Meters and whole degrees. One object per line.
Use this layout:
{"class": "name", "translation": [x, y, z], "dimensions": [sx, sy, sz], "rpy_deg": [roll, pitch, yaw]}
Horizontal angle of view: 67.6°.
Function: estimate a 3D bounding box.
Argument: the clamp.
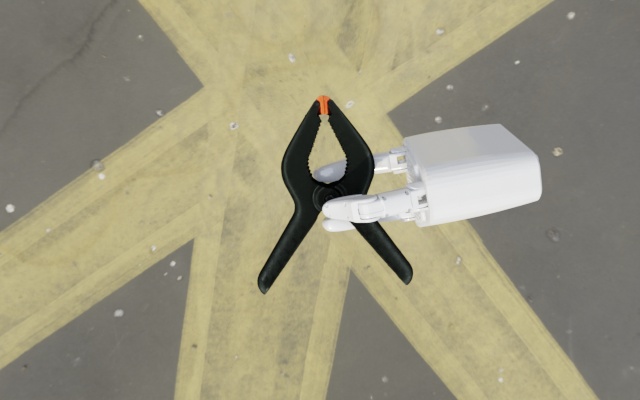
{"class": "clamp", "translation": [0.000, 0.001, 0.490], "dimensions": [0.164, 0.210, 0.036], "rpy_deg": [-11, 11, 1]}
